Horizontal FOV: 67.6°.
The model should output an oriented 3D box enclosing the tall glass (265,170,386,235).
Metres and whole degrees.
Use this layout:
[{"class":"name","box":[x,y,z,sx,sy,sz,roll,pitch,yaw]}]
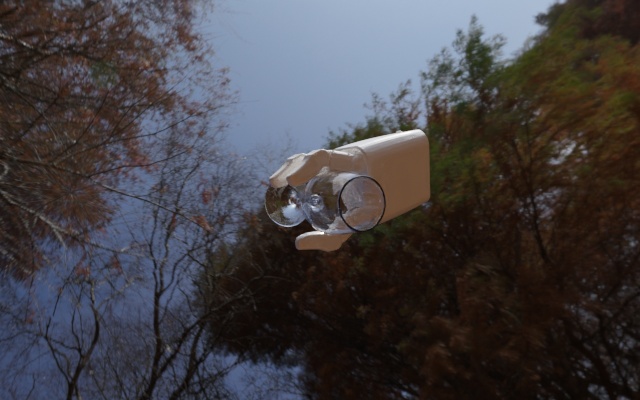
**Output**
[{"class":"tall glass","box":[0.000,0.002,0.607,0.079,0.079,0.201,0,1,-28]}]
